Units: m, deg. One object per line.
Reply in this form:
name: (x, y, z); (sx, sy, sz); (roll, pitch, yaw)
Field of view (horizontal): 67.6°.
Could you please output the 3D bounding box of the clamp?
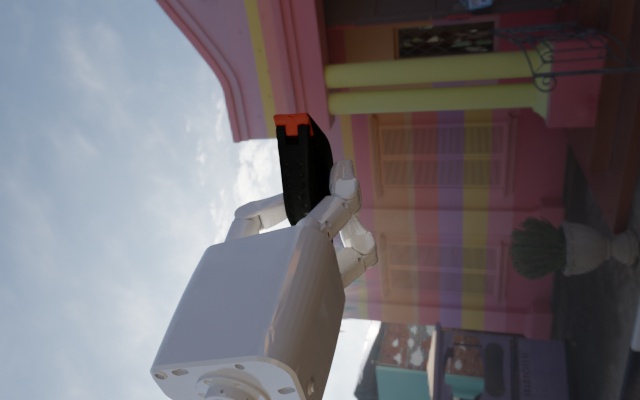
clamp: (-0.001, 0.001, 0.439); (0.036, 0.210, 0.164); (-2, 41, 14)
